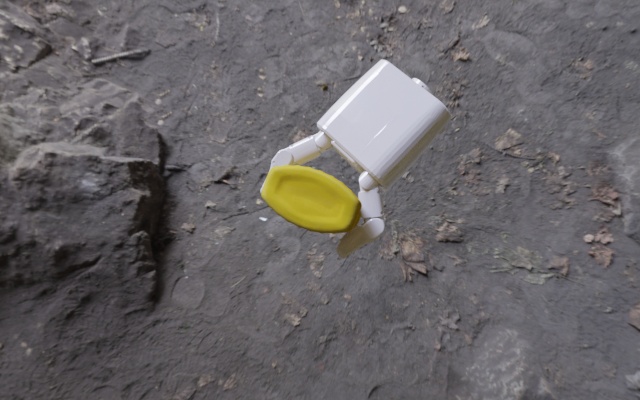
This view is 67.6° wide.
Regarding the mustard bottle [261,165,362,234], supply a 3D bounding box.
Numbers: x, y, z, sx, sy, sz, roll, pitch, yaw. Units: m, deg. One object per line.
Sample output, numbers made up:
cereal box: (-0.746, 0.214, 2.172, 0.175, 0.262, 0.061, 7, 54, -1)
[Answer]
mustard bottle: (0.000, 0.002, 0.542, 0.096, 0.058, 0.191, 20, 0, 7)
